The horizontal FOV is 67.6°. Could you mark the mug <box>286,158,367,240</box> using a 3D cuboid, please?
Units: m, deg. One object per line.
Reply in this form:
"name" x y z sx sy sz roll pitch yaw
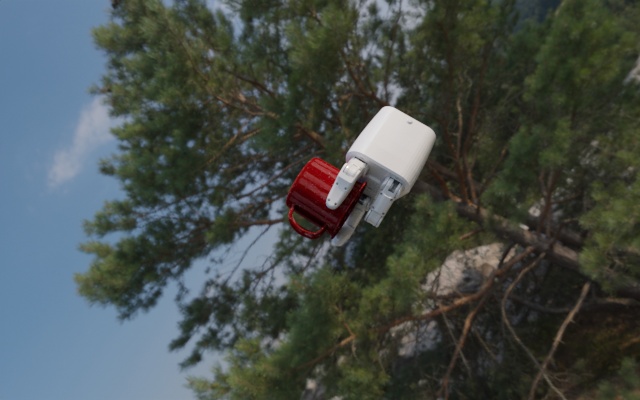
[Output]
"mug" -0.001 0.003 0.654 0.081 0.117 0.093 32 -31 7
